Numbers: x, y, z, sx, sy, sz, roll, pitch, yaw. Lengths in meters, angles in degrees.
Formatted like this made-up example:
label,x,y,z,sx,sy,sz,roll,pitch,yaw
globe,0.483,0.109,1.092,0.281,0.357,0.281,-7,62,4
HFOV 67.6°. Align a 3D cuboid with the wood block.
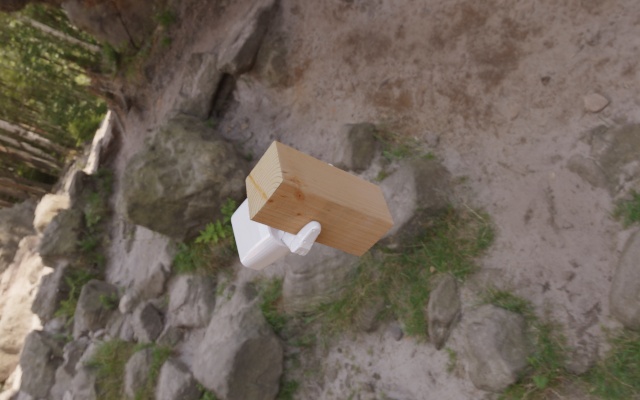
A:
label,x,y,z,sx,sy,sz,roll,pitch,yaw
wood block,0.000,0.003,0.733,0.206,0.090,0.090,21,-53,-31
